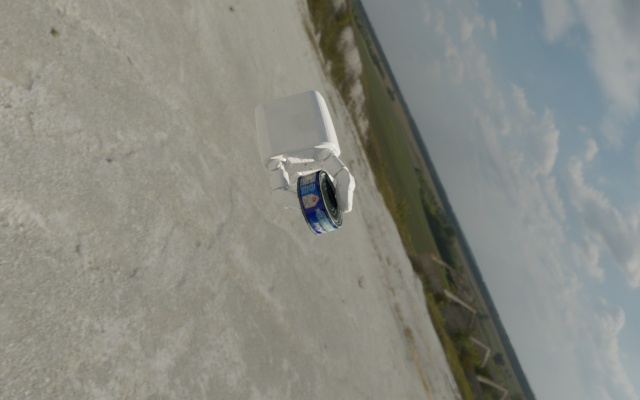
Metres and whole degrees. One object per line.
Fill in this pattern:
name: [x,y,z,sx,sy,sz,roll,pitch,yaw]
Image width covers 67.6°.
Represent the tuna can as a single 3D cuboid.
tuna can: [0.001,0.002,0.656,0.034,0.086,0.086,-18,-5,16]
